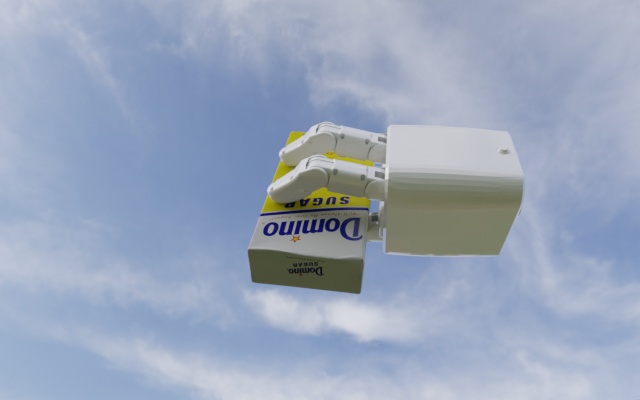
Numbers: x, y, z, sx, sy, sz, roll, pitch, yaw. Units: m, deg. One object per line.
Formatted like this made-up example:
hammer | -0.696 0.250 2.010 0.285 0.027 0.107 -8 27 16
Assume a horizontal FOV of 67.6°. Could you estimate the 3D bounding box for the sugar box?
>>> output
sugar box | 0.000 0.001 0.439 0.093 0.048 0.176 5 38 6
